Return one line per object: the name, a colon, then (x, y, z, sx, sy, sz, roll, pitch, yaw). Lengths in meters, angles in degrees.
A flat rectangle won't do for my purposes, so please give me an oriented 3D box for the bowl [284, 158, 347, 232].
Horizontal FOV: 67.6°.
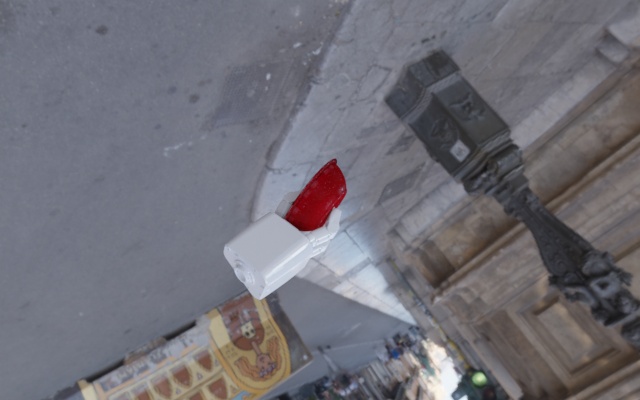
bowl: (0.001, 0.002, 0.878, 0.055, 0.162, 0.162, 37, 5, 7)
